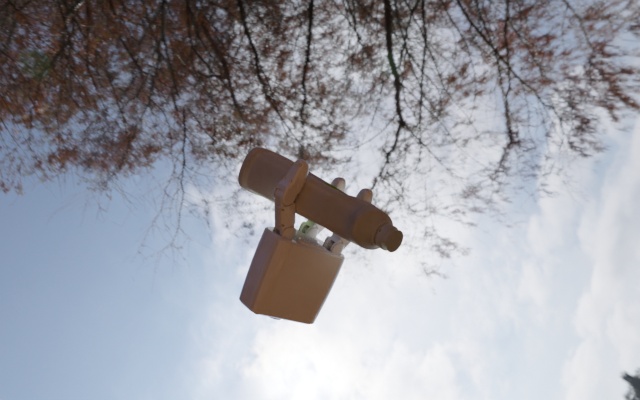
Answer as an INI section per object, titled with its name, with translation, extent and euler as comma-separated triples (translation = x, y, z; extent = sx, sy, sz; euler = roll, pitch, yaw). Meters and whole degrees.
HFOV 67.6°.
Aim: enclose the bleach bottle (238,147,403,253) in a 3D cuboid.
[bleach bottle]
translation = 0.000, 0.002, 0.628
extent = 0.102, 0.068, 0.250
euler = 19, 7, -46
